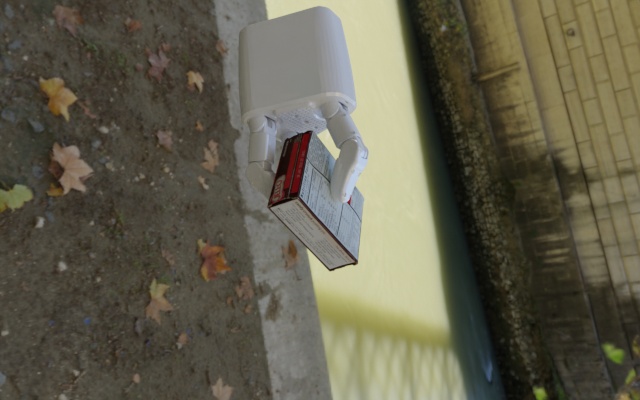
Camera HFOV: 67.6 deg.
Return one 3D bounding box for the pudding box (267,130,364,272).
[{"bbox_3d":[0.000,0.001,0.469,0.039,0.090,0.113,-18,-48,30],"label":"pudding box"}]
